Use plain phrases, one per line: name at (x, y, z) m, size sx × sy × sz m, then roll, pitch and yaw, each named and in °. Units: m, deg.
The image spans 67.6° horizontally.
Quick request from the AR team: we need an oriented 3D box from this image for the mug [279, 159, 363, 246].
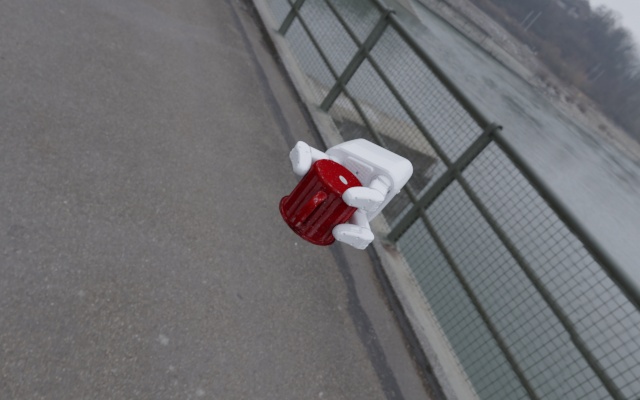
mug at (0.000, 0.002, 0.620) m, size 0.081 × 0.093 × 0.117 m, roll -51°, pitch -11°, yaw 28°
